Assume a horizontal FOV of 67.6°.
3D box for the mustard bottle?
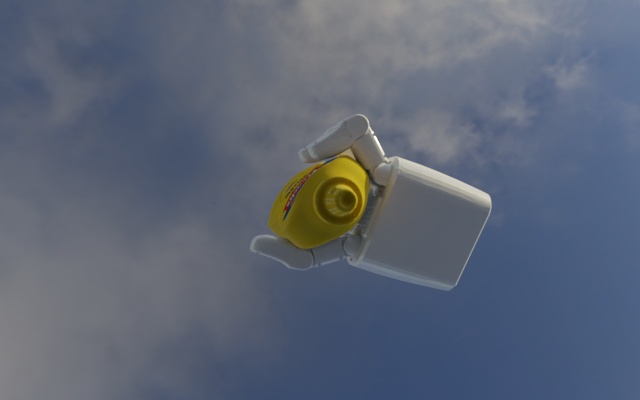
[{"bbox_3d":[0.000,0.001,0.459,0.058,0.096,0.191,43,-9,-9],"label":"mustard bottle"}]
